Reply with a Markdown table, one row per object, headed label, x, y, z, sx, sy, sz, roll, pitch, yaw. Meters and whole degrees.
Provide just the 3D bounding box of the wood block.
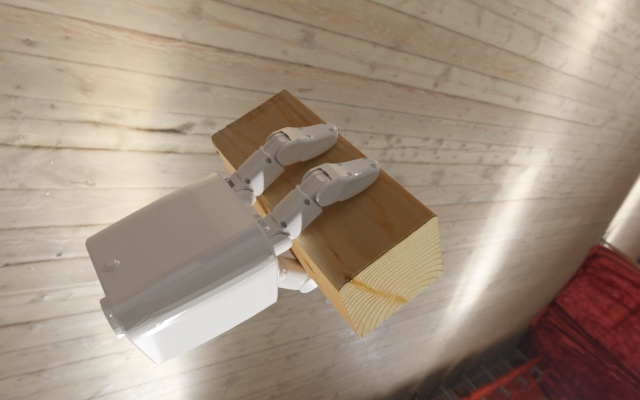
| label | x | y | z | sx | sy | sz | roll | pitch | yaw |
| --- | --- | --- | --- | --- | --- | --- | --- | --- | --- |
| wood block | 0.000 | 0.002 | 0.417 | 0.090 | 0.091 | 0.206 | -35 | 52 | -11 |
